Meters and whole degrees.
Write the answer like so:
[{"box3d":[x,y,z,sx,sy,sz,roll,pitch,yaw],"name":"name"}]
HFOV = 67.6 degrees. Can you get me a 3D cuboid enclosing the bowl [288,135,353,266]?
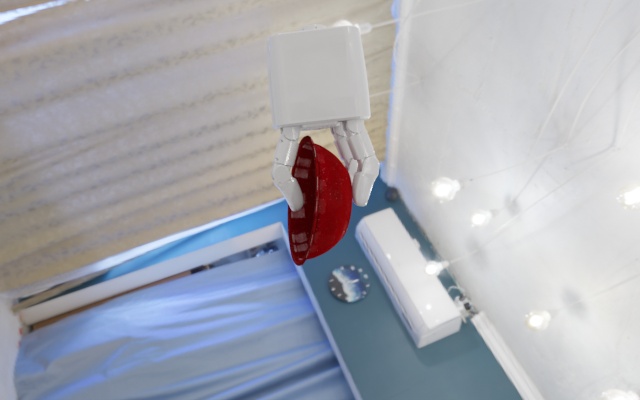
[{"box3d":[0.000,0.003,0.598,0.055,0.162,0.162,4,-1,-15],"name":"bowl"}]
